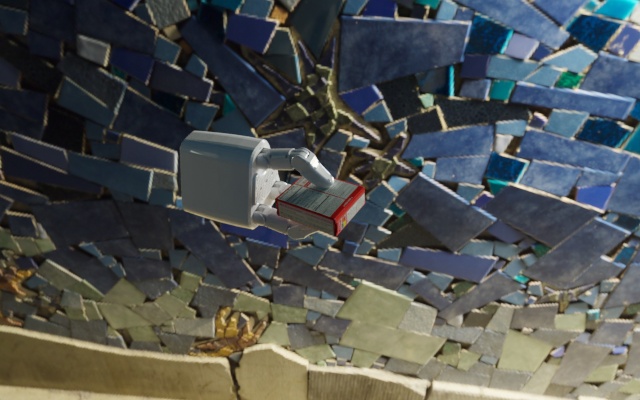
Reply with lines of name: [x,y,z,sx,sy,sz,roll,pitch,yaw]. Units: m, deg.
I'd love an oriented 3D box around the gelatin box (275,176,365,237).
gelatin box: [0.000,0.002,0.593,0.089,0.030,0.073,17,42,28]
